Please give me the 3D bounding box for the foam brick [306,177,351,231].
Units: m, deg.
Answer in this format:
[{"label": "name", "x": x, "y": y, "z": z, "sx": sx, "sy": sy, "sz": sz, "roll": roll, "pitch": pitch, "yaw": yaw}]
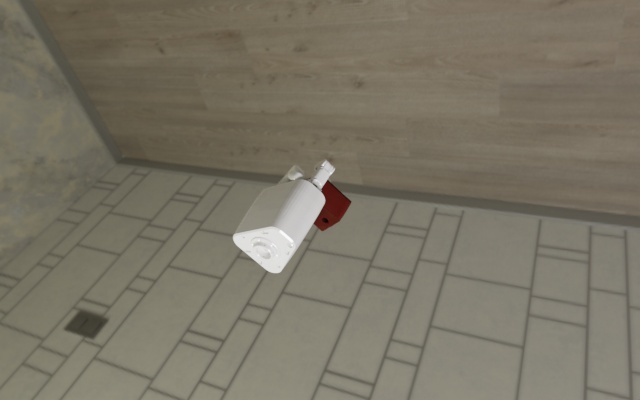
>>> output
[{"label": "foam brick", "x": 0.000, "y": 0.003, "z": 0.787, "sx": 0.078, "sy": 0.051, "sz": 0.053, "roll": 42, "pitch": -42, "yaw": -13}]
